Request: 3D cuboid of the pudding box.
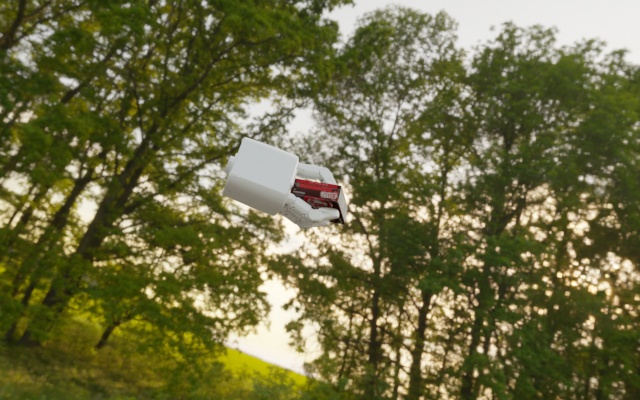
[{"bbox_3d":[0.000,0.003,0.883,0.090,0.039,0.113,11,-19,15],"label":"pudding box"}]
